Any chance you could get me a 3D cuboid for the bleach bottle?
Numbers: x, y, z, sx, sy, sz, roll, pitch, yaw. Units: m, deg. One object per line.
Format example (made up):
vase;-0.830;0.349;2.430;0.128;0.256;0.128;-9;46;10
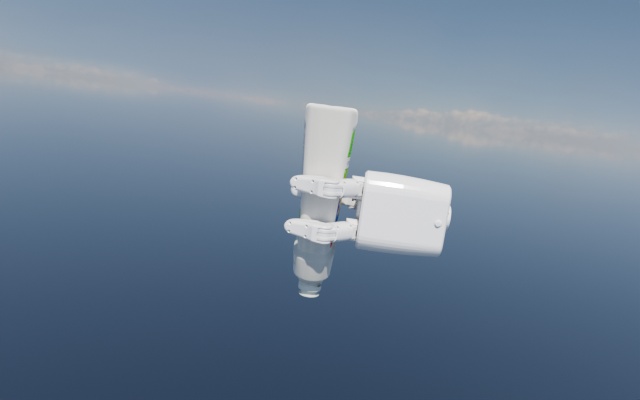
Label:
bleach bottle;0.000;0.002;0.631;0.068;0.251;0.102;8;11;2
